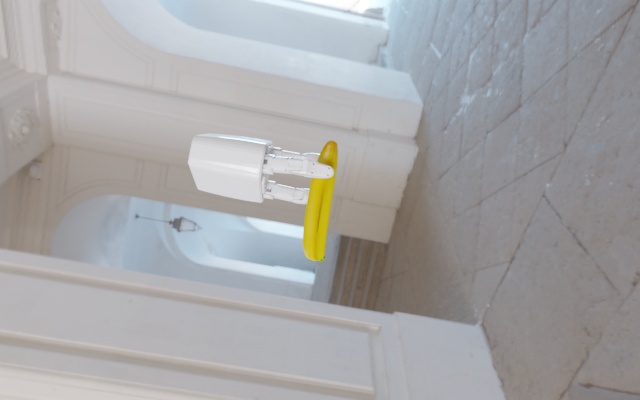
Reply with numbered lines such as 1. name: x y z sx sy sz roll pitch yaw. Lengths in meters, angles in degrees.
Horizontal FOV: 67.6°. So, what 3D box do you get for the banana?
1. banana: -0.002 0.011 0.713 0.037 0.198 0.069 8 18 3
